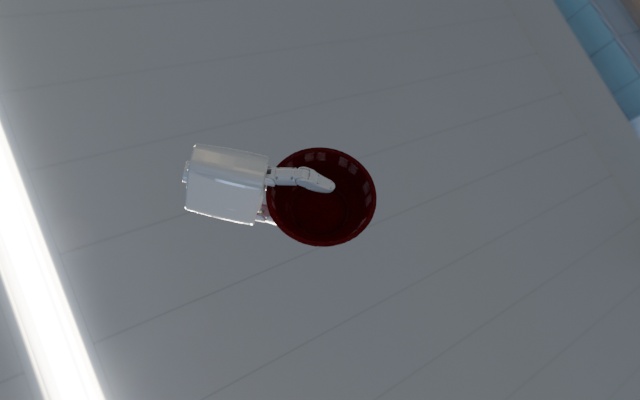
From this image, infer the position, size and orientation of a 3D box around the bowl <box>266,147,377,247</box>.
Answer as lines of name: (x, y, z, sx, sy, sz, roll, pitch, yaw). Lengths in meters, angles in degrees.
bowl: (0.001, 0.003, 0.714, 0.162, 0.162, 0.055, 0, -26, -4)
